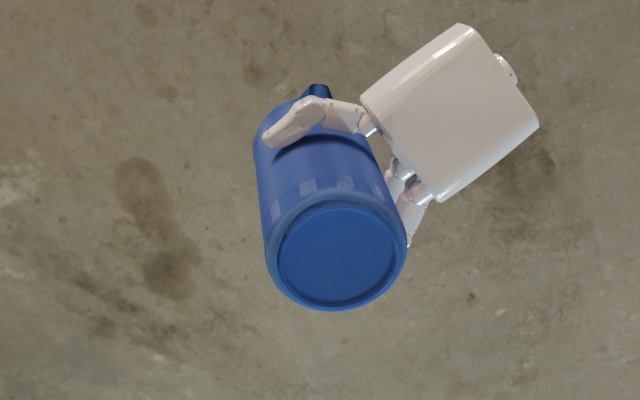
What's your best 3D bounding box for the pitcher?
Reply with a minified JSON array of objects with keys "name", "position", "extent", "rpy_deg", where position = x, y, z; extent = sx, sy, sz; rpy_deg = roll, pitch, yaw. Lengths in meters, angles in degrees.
[{"name":"pitcher","position":[0.000,0.001,0.461],"extent":[0.145,0.149,0.242],"rpy_deg":[-36,24,11]}]
